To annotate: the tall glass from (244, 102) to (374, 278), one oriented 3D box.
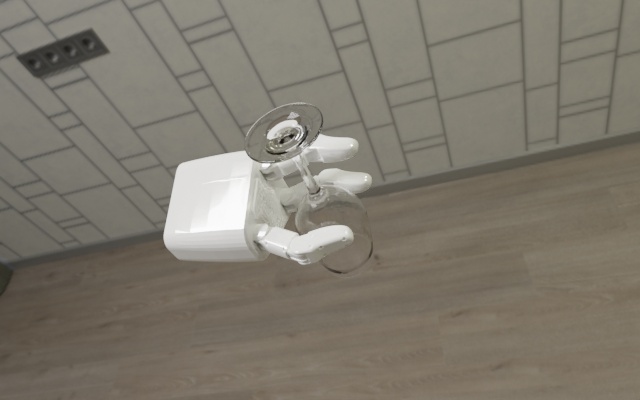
[{"bbox_3d":[0.000,0.001,0.485,0.079,0.079,0.201,0,-38,25],"label":"tall glass"}]
